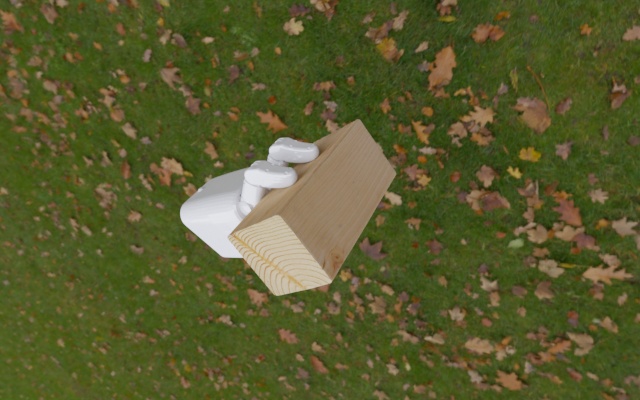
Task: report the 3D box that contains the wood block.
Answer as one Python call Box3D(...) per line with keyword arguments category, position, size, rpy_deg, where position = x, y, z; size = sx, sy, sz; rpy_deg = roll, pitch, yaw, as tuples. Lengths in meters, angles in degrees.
Box3D(category="wood block", position=(0.000, 0.002, 0.558), size=(0.090, 0.091, 0.206), rpy_deg=(-22, 21, 40))
